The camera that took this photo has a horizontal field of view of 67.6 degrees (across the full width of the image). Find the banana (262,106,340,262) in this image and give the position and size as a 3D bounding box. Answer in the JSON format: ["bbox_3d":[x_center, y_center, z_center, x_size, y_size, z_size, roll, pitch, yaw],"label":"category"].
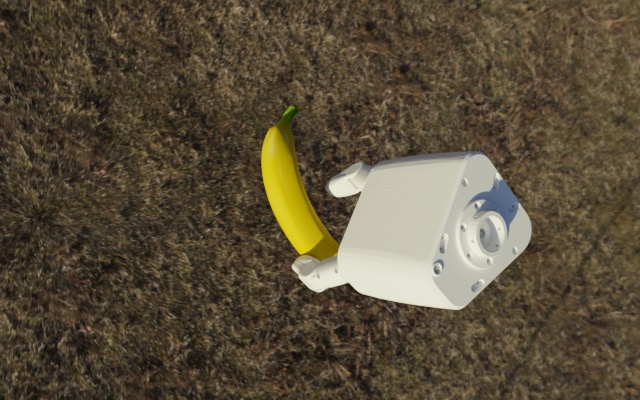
[{"bbox_3d":[-0.016,0.005,0.484,0.069,0.198,0.037,-24,10,-29],"label":"banana"}]
